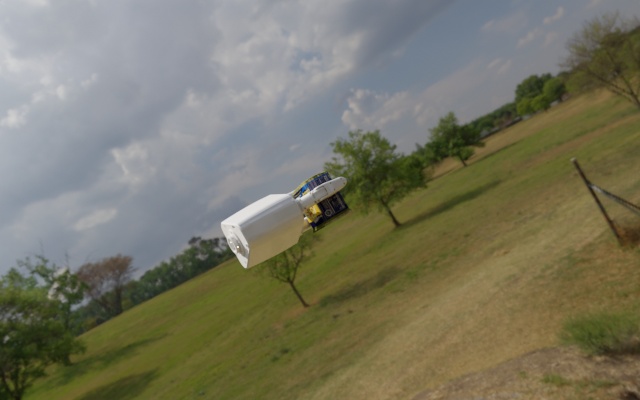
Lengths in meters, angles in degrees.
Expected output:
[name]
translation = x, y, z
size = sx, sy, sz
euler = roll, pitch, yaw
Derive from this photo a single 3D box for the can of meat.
[can of meat]
translation = 0.000, 0.002, 0.844
size = 0.057, 0.084, 0.102
euler = -29, -3, -22
